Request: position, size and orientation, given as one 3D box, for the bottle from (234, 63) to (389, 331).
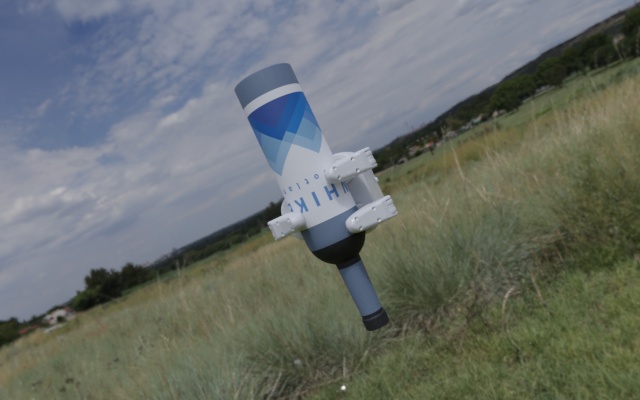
[{"bbox_3d":[0.000,0.001,0.515,0.069,0.295,0.069,-25,1,0],"label":"bottle"}]
